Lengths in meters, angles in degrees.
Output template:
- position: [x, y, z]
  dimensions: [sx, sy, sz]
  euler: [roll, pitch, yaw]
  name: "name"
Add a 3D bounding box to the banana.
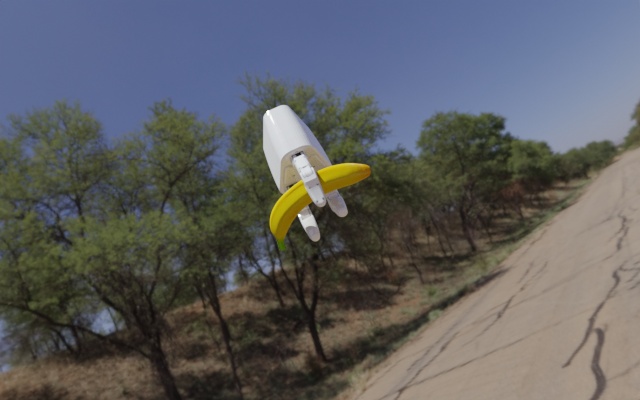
- position: [-0.014, -0.005, 0.747]
  dimensions: [0.070, 0.198, 0.037]
  euler: [40, 16, -35]
  name: "banana"
